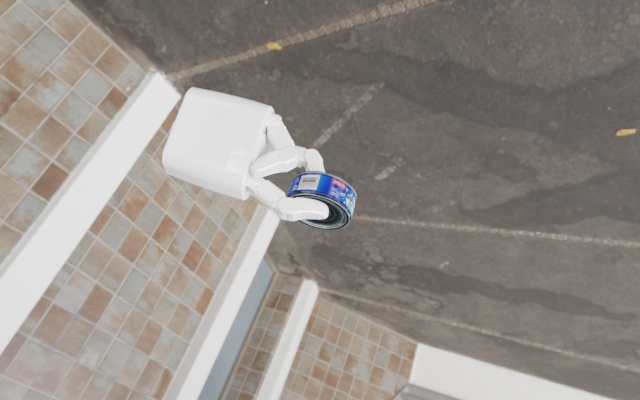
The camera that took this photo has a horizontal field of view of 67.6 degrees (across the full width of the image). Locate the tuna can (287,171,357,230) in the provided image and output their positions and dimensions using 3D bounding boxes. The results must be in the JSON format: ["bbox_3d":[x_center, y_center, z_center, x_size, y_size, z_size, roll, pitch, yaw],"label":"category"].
[{"bbox_3d":[0.000,0.002,0.594,0.086,0.033,0.086,12,-31,7],"label":"tuna can"}]
